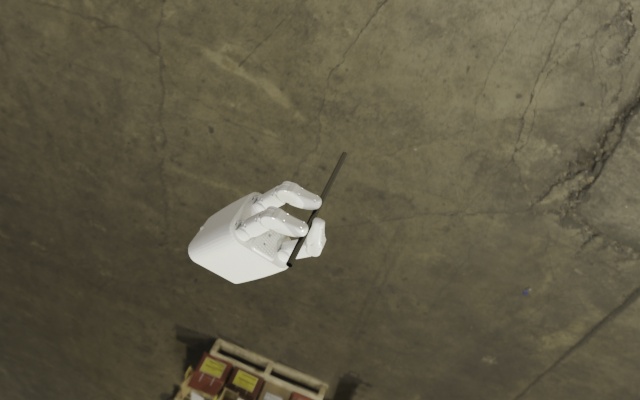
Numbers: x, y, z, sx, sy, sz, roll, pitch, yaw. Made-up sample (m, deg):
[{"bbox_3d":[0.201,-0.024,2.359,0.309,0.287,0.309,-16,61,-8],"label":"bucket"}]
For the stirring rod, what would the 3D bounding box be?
[{"bbox_3d":[0.000,0.002,0.652,0.011,0.011,0.239,0,38,23],"label":"stirring rod"}]
